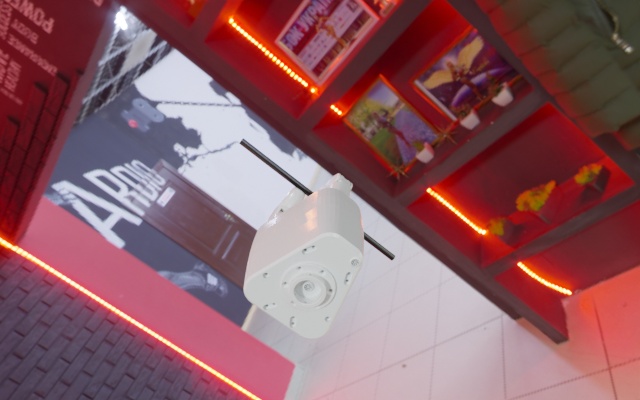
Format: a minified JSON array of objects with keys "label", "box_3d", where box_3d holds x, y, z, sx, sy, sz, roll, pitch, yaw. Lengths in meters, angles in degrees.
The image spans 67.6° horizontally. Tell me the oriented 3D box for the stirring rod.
[{"label":"stirring rod","box_3d":[0.000,0.002,0.584,0.239,0.011,0.011,38,-10,-13]}]
